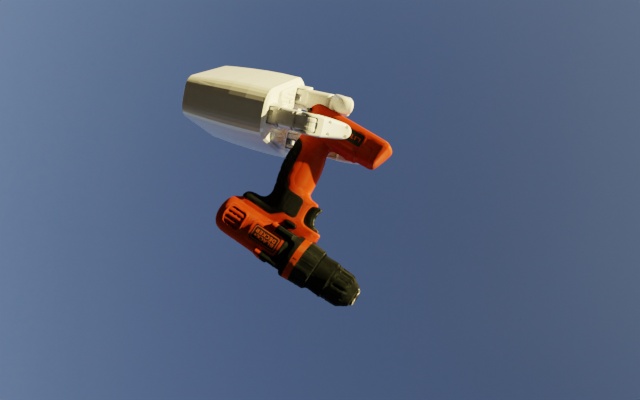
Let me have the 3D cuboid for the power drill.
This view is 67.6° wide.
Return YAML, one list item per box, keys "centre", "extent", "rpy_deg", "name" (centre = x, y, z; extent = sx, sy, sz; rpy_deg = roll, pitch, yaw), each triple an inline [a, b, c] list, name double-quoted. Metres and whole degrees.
- centre: [0.000, 0.001, 0.538]
  extent: [0.184, 0.187, 0.057]
  rpy_deg: [33, -5, 7]
  name: "power drill"
